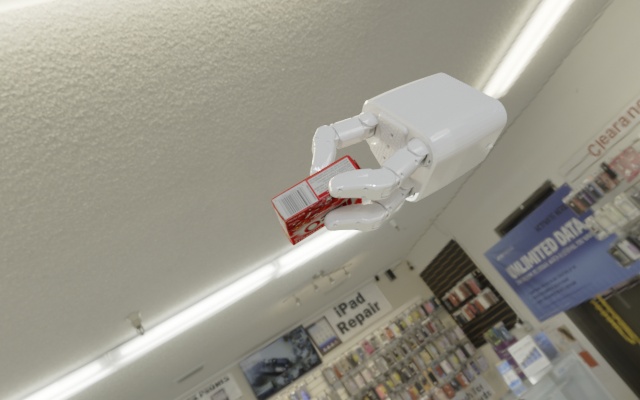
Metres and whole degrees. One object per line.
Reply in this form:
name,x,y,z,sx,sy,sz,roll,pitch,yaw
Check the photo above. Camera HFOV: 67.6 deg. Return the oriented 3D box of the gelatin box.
gelatin box,0.000,0.001,0.474,0.089,0.030,0.073,-31,-21,-9
